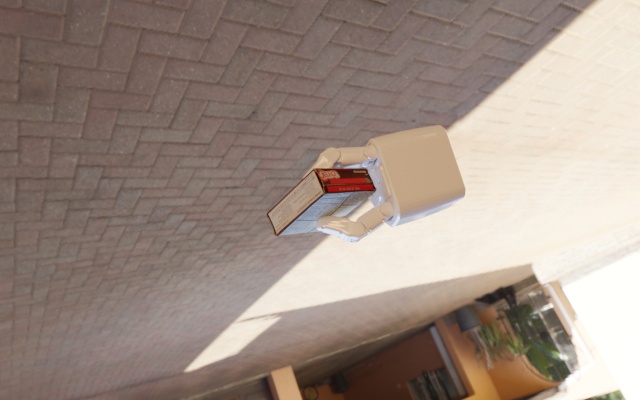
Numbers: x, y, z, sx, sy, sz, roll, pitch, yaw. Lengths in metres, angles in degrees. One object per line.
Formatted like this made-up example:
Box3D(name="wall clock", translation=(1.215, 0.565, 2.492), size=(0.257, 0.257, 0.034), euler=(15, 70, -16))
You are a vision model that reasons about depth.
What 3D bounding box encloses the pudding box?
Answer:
Box3D(name="pudding box", translation=(0.000, 0.002, 0.596), size=(0.090, 0.039, 0.113), euler=(-2, -30, -42))
